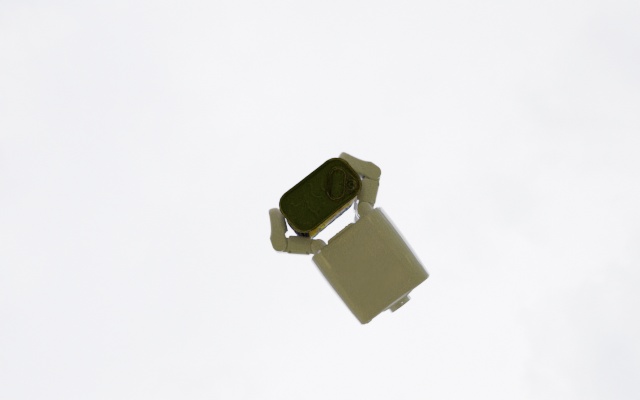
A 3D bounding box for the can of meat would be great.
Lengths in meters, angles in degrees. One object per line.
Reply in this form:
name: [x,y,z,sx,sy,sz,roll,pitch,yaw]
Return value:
can of meat: [0.000,0.002,0.608,0.102,0.057,0.084,-39,-11,-9]
